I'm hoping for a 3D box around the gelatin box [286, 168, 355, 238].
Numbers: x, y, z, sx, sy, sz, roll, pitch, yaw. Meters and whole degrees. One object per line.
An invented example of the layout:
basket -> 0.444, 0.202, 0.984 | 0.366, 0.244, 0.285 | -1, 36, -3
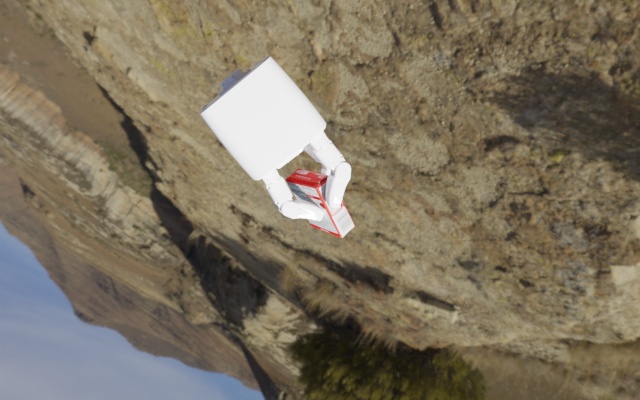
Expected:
gelatin box -> 0.000, 0.003, 0.651 | 0.030, 0.089, 0.073 | -40, 31, -23
